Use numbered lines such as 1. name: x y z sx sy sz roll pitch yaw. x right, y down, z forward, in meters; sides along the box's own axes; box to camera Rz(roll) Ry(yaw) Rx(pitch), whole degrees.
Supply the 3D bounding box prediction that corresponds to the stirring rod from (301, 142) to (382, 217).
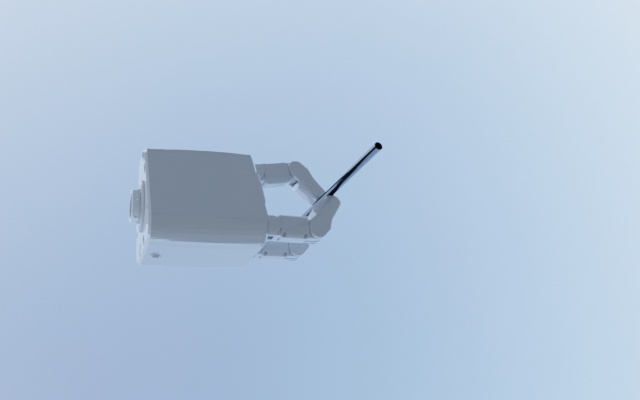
1. stirring rod: 0.000 0.002 0.519 0.011 0.011 0.240 0 -25 -28
